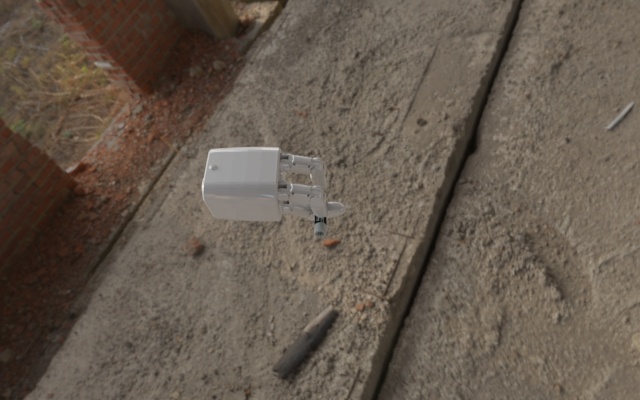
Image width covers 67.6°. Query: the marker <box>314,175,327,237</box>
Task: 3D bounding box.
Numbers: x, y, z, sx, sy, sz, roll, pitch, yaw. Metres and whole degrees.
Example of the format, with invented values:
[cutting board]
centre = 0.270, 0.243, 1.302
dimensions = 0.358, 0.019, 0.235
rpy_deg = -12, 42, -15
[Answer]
[marker]
centre = 0.000, 0.002, 0.750
dimensions = 0.020, 0.121, 0.020
rpy_deg = 0, -37, 0
